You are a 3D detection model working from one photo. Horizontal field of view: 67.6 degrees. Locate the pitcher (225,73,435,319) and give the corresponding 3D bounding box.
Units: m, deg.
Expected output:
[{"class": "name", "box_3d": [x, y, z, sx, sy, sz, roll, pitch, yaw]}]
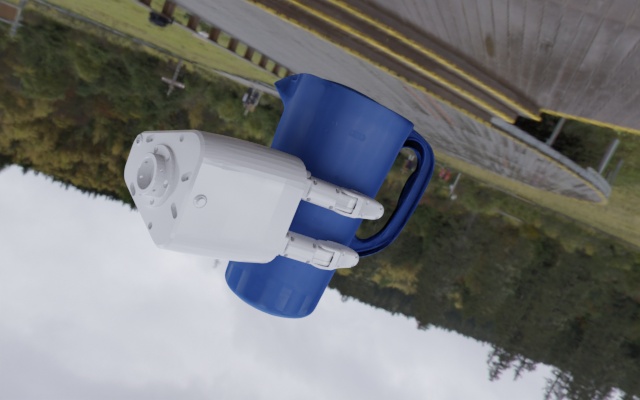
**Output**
[{"class": "pitcher", "box_3d": [0.000, 0.002, 0.512, 0.149, 0.243, 0.145, 31, 11, 40]}]
